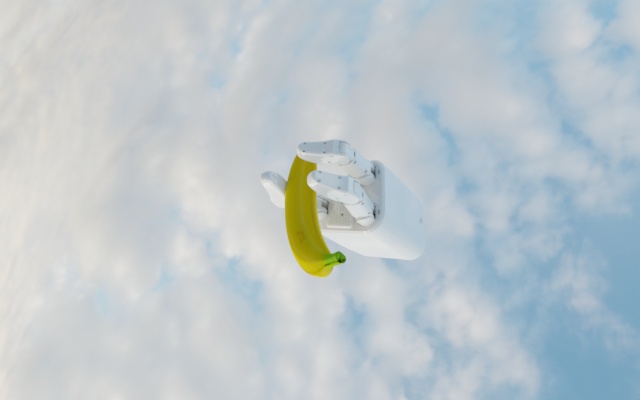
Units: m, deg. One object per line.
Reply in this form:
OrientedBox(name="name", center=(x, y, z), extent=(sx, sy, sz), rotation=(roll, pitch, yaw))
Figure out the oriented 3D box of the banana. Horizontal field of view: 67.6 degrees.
OrientedBox(name="banana", center=(-0.011, 0.016, 0.522), extent=(0.037, 0.070, 0.197), rotation=(28, 28, -33))
